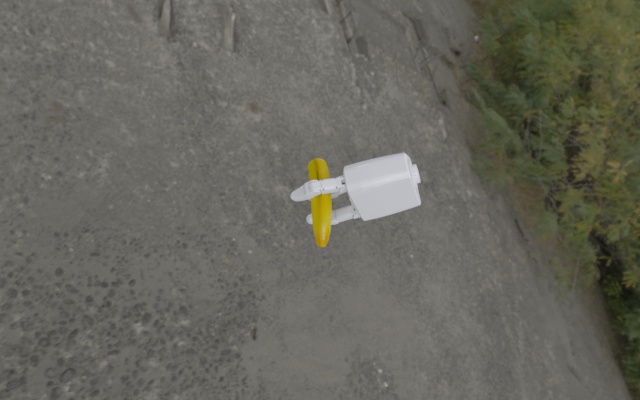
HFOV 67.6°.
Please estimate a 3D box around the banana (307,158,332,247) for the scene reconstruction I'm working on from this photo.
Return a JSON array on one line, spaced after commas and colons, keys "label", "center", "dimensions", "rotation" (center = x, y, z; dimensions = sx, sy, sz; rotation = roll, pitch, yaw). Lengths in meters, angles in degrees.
[{"label": "banana", "center": [0.000, -0.013, 0.841], "dimensions": [0.037, 0.197, 0.070], "rotation": [-4, -44, -2]}]
